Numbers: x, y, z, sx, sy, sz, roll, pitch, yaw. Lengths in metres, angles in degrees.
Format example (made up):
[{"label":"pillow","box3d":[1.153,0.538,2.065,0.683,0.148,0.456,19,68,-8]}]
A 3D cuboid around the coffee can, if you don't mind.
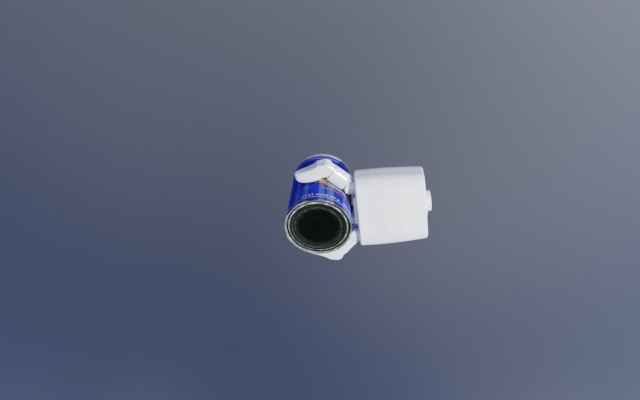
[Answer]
[{"label":"coffee can","box3d":[0.000,0.002,0.774,0.103,0.103,0.140,0,34,4]}]
